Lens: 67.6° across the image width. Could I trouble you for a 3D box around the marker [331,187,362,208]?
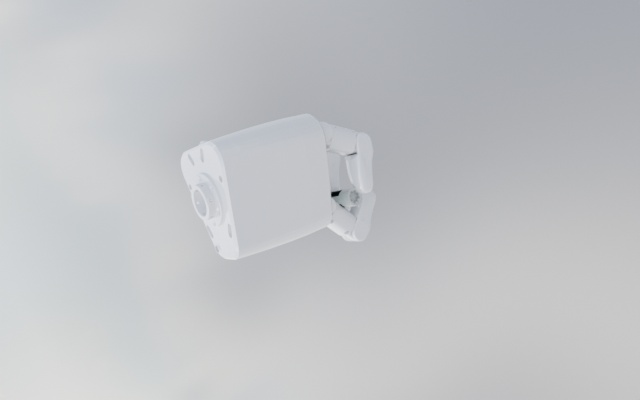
[{"bbox_3d":[0.000,0.002,0.522,0.020,0.020,0.121,0,-5,-35],"label":"marker"}]
